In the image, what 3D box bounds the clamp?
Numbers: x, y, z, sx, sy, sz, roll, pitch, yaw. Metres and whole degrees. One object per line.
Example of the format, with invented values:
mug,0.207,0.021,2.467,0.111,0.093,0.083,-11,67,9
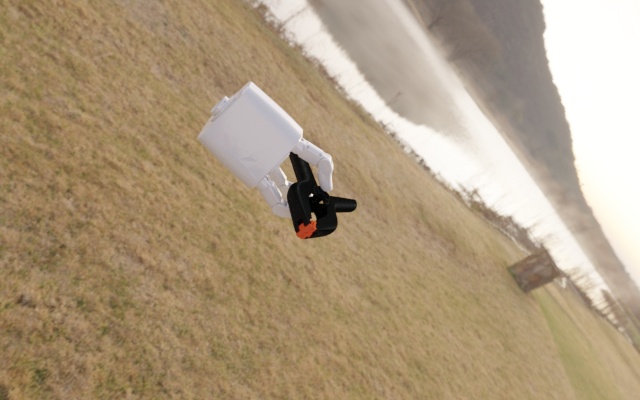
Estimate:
clamp,0.001,0.002,0.746,0.036,0.164,0.209,-39,23,23
